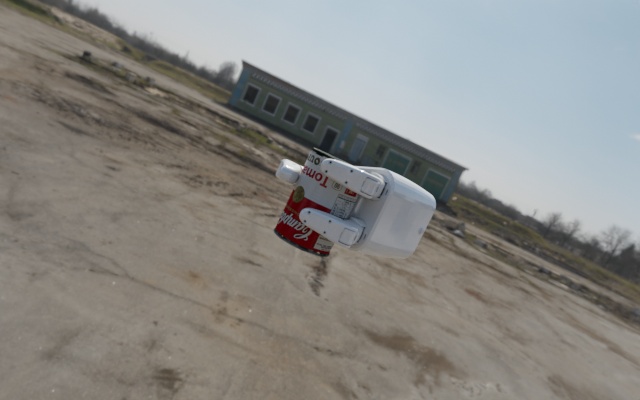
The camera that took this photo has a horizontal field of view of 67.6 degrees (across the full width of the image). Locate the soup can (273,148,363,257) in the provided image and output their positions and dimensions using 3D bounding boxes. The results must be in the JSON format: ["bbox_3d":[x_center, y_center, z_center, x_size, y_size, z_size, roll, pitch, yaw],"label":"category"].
[{"bbox_3d":[0.000,0.001,0.525,0.068,0.102,0.068,25,7,-3],"label":"soup can"}]
